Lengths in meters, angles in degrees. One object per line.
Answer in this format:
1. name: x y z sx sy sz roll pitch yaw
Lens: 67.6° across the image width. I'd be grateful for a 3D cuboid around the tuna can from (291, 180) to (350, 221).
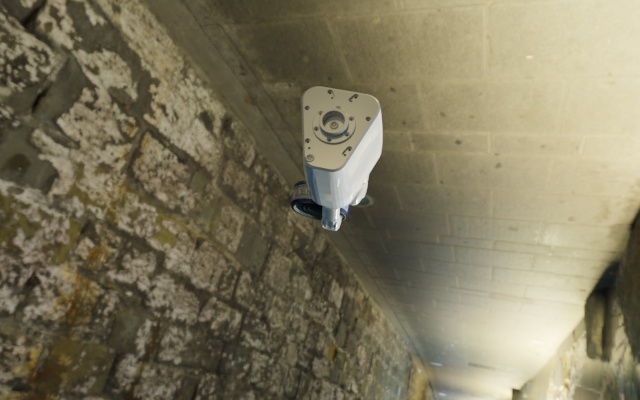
1. tuna can: 0.000 0.003 0.698 0.086 0.033 0.086 11 -17 3
